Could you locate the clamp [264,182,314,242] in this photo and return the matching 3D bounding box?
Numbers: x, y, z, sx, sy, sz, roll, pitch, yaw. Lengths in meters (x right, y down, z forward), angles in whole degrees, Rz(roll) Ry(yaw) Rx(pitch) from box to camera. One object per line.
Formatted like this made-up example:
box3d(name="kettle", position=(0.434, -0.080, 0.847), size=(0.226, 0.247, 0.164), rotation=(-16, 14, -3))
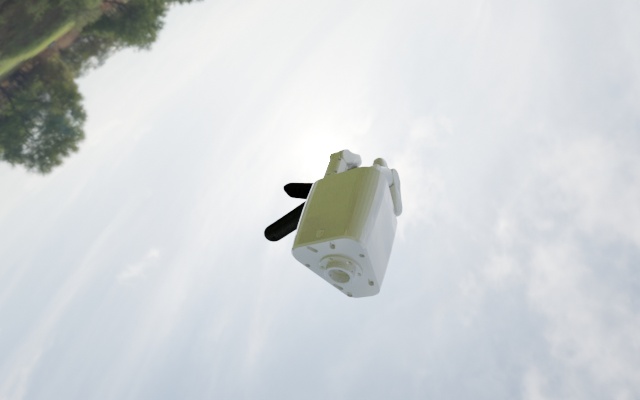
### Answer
box3d(name="clamp", position=(0.001, 0.002, 0.645), size=(0.171, 0.120, 0.039), rotation=(-15, -52, 34))
